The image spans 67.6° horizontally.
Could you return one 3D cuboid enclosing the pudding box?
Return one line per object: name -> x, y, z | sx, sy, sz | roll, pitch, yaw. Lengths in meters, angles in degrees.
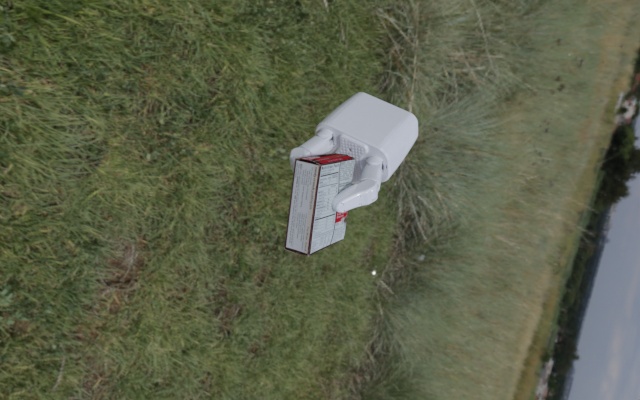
pudding box -> 0.000, 0.002, 0.575 | 0.039, 0.113, 0.090 | 14, 15, 29
